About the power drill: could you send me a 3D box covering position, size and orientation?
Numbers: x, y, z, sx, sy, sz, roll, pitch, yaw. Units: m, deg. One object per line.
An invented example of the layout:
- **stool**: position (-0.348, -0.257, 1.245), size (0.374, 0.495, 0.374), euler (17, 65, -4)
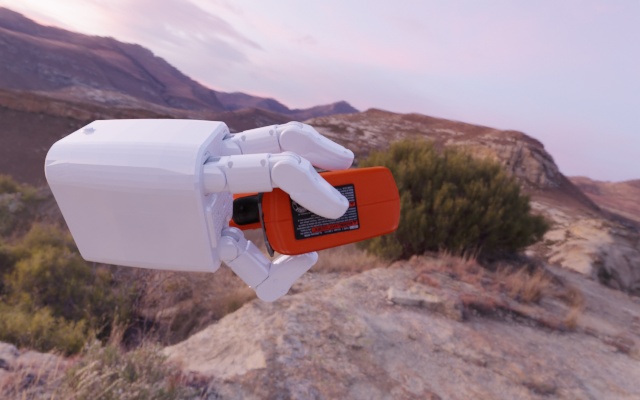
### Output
- **power drill**: position (0.000, 0.001, 0.441), size (0.184, 0.057, 0.187), euler (-12, 4, -16)
